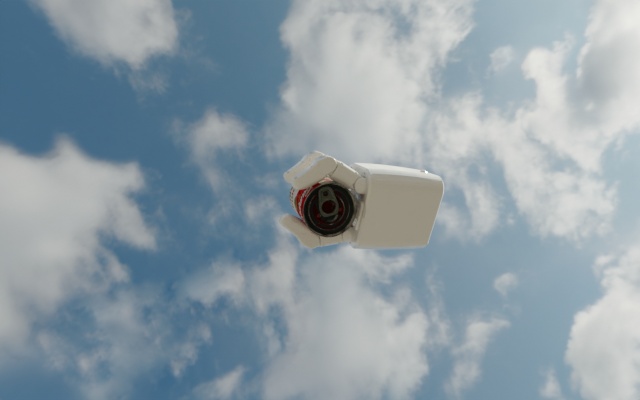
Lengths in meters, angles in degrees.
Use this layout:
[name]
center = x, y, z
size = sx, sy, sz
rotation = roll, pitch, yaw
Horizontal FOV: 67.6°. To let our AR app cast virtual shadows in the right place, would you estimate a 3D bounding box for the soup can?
[soup can]
center = 0.000, 0.002, 0.627
size = 0.068, 0.068, 0.102
rotation = 0, 11, -14
